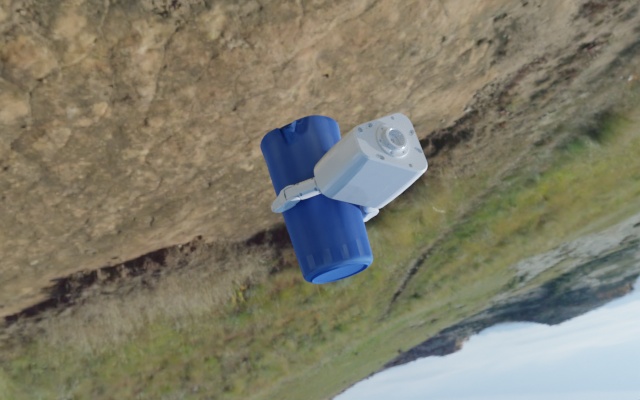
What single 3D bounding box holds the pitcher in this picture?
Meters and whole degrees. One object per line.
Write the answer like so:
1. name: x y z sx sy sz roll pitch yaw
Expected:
1. pitcher: 0.000 0.002 0.756 0.149 0.242 0.145 -3 -24 -33
